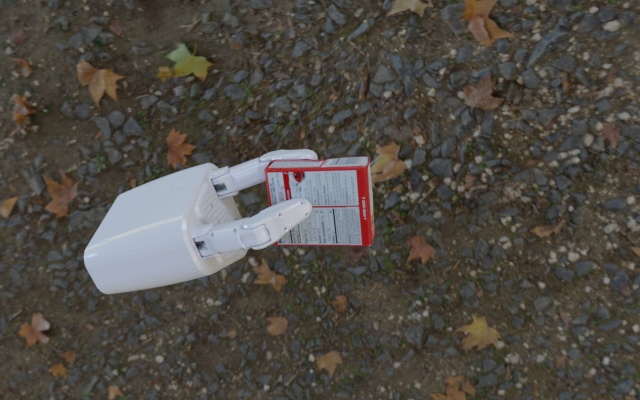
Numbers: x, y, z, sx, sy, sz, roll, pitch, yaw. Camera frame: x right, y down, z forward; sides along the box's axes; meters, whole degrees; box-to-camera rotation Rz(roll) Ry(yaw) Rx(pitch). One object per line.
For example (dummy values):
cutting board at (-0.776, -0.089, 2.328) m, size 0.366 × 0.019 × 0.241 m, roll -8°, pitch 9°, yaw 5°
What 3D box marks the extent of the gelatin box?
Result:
gelatin box at (0.000, 0.002, 0.413) m, size 0.089 × 0.073 × 0.030 m, roll -1°, pitch 23°, yaw 14°
